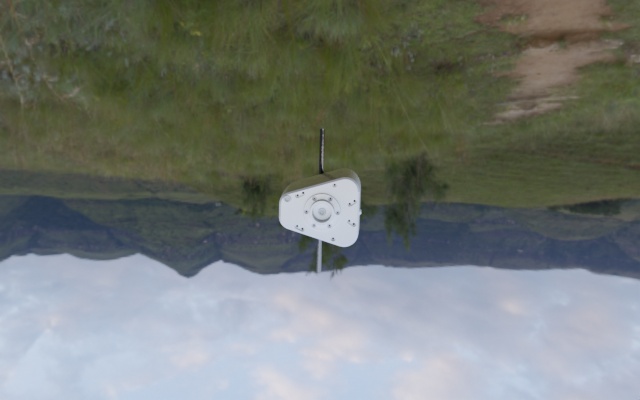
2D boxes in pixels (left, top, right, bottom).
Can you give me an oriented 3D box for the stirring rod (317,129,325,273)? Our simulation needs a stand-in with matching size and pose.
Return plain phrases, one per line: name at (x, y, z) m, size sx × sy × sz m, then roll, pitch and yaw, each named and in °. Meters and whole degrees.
stirring rod at (0.000, 0.003, 0.793) m, size 0.011 × 0.239 × 0.011 m, roll 1°, pitch 8°, yaw 0°
